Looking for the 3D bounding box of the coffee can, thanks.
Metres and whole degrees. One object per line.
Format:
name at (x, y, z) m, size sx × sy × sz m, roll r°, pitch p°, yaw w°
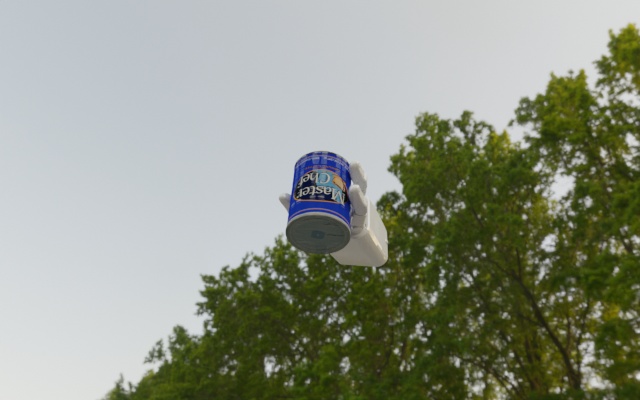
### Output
coffee can at (0.000, 0.003, 0.789) m, size 0.103 × 0.140 × 0.103 m, roll 3°, pitch -41°, yaw 2°
